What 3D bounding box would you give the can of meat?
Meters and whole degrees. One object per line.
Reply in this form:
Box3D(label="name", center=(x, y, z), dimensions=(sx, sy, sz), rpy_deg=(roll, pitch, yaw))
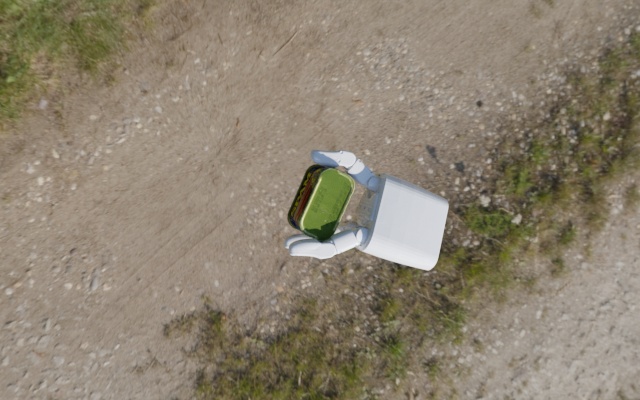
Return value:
Box3D(label="can of meat", center=(0.000, 0.002, 0.662), dimensions=(0.057, 0.102, 0.084), rpy_deg=(24, 0, -14))
